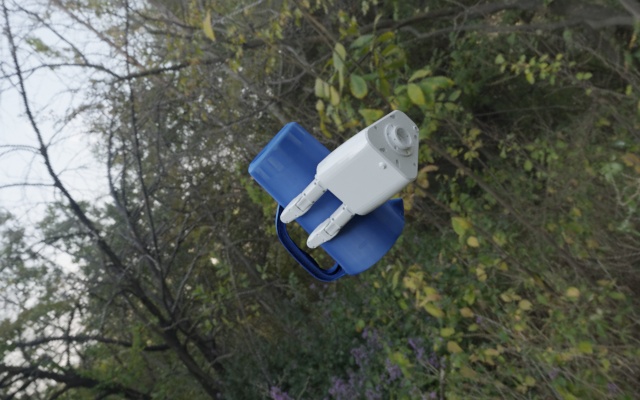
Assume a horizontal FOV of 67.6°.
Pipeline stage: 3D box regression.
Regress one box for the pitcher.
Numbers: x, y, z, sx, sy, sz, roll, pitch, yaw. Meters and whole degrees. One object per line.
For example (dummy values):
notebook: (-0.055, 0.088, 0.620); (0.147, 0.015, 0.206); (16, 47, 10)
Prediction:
pitcher: (0.000, 0.002, 0.757); (0.145, 0.243, 0.149); (-36, 15, 46)
